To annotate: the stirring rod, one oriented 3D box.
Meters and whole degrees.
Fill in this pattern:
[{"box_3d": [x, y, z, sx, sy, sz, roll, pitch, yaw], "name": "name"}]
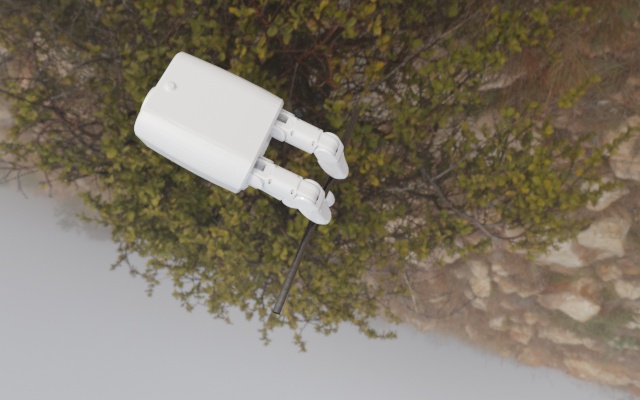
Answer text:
[{"box_3d": [0.000, 0.001, 0.488, 0.011, 0.239, 0.011, 18, -24, 8], "name": "stirring rod"}]
